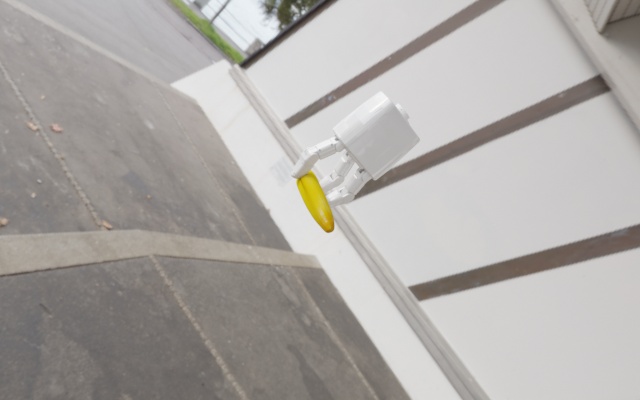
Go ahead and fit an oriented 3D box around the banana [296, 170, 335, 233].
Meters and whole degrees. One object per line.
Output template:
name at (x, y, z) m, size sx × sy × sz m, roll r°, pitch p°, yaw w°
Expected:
banana at (-0.011, -0.012, 0.812) m, size 0.037 × 0.070 × 0.197 m, roll -36°, pitch 22°, yaw 6°
